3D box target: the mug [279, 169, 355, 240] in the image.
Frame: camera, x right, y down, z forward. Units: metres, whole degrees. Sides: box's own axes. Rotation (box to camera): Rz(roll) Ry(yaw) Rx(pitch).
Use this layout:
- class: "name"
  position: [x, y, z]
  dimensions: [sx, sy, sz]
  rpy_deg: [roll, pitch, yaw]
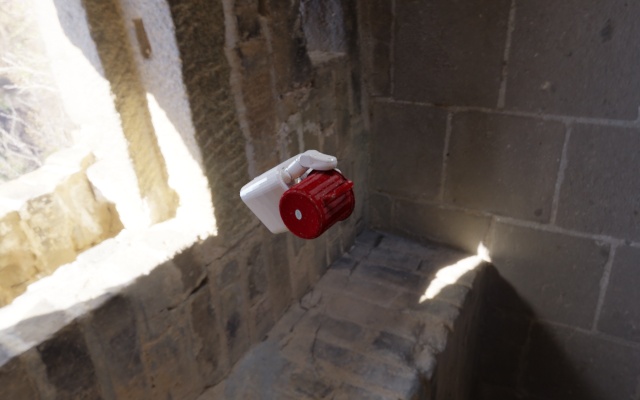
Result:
- class: "mug"
  position: [0.001, 0.002, 0.703]
  dimensions: [0.117, 0.093, 0.081]
  rpy_deg: [-25, 7, 42]
